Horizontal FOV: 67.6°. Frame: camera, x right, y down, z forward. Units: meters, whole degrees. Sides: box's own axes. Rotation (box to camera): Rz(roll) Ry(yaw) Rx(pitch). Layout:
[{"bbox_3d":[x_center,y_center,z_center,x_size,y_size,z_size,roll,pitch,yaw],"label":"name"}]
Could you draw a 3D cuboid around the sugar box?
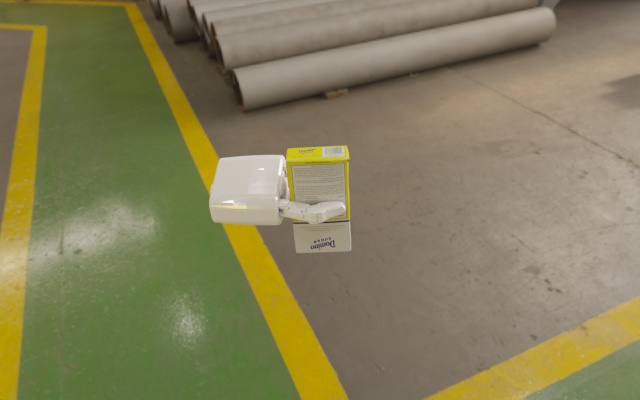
[{"bbox_3d":[0.000,0.002,0.751,0.093,0.176,0.048,-2,37,2],"label":"sugar box"}]
